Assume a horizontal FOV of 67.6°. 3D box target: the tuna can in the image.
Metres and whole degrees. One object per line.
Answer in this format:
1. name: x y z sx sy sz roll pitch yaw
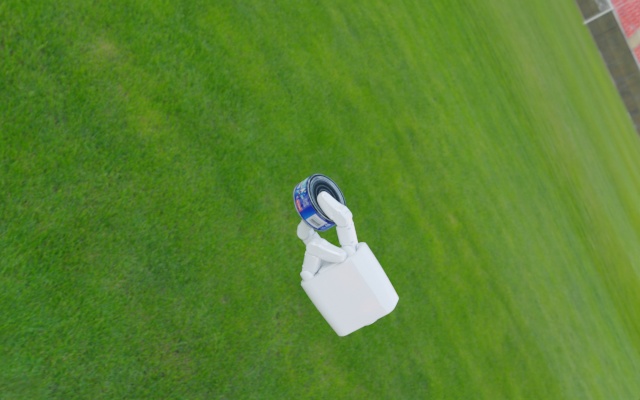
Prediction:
1. tuna can: 0.000 0.002 0.740 0.034 0.086 0.086 -32 -20 36
